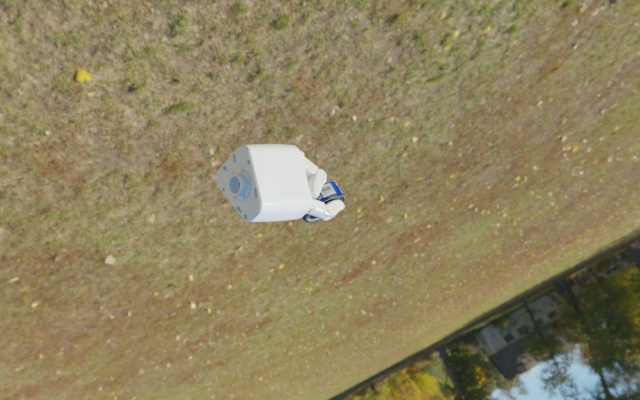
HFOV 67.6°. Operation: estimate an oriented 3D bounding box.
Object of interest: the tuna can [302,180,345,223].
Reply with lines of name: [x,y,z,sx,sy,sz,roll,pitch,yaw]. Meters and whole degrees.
tuna can: [0.000,0.003,0.841,0.086,0.033,0.086,-28,-19,-10]
